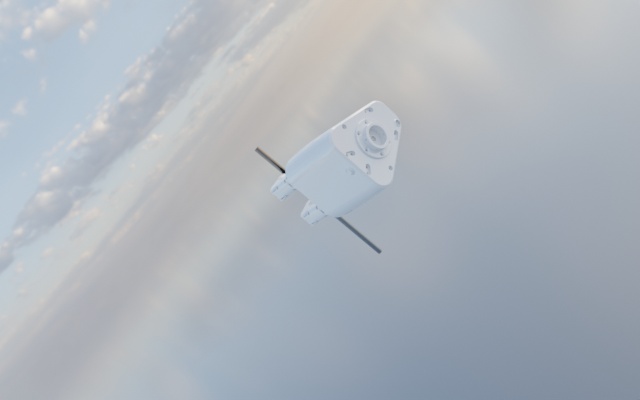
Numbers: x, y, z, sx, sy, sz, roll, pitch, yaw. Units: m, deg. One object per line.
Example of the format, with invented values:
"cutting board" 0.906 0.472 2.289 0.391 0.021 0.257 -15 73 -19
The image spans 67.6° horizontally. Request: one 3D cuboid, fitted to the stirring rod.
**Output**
"stirring rod" 0.000 0.002 0.696 0.239 0.011 0.011 40 -10 -12
